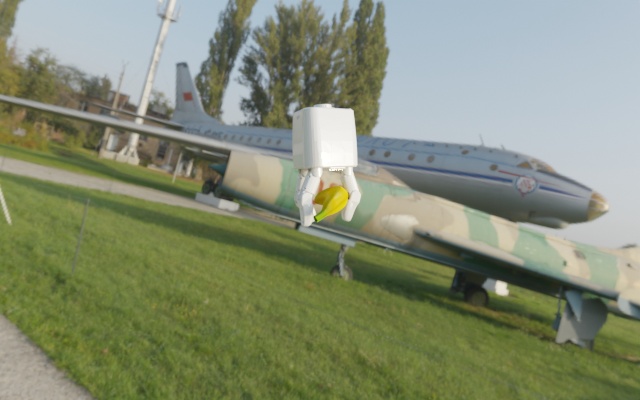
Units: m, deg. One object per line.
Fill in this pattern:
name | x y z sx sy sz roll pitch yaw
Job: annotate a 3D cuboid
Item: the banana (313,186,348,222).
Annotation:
banana | 0.018 -0.003 0.890 0.069 0.037 0.198 -20 7 3
